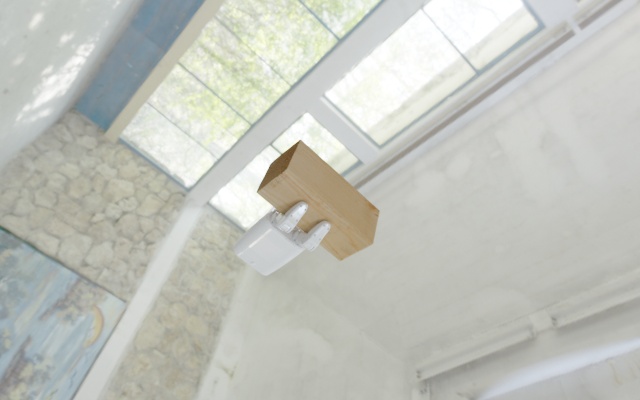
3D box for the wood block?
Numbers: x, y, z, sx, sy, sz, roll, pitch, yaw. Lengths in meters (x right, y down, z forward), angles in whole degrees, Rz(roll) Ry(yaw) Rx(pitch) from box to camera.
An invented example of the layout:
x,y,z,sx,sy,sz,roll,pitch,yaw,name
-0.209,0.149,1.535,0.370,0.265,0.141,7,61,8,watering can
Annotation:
x,y,z,sx,sy,sz,roll,pitch,yaw,name
0.000,0.003,0.859,0.206,0.090,0.090,41,-50,-20,wood block
